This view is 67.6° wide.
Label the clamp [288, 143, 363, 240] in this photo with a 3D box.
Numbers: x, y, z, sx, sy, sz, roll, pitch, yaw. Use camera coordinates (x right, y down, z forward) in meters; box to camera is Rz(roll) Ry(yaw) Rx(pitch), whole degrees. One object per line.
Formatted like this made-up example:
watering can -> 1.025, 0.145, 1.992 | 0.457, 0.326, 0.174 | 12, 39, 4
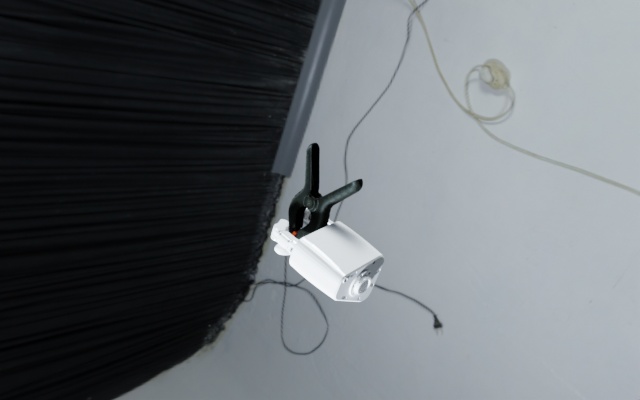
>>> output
clamp -> 0.000, 0.003, 0.800 | 0.039, 0.171, 0.120 | -5, 32, -47
